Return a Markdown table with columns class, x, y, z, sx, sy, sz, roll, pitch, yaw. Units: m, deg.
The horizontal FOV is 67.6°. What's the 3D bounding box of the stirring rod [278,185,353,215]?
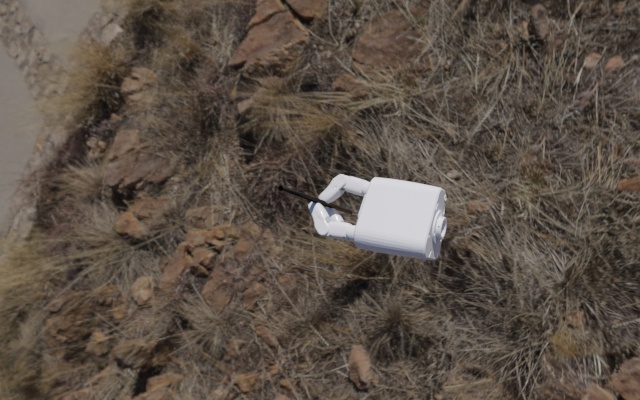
| class | x | y | z | sx | sy | sz | roll | pitch | yaw |
| --- | --- | --- | --- | --- | --- | --- | --- | --- | --- |
| stirring rod | 0.000 | 0.002 | 0.750 | 0.011 | 0.011 | 0.239 | 0 | -9 | 27 |
